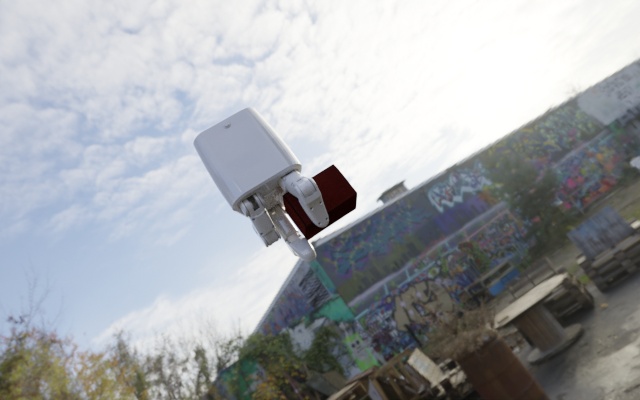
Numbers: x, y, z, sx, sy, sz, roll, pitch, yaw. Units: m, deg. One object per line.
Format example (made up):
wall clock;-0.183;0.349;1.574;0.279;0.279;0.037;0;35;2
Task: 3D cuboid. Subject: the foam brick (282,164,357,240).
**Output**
foam brick;0.000;0.002;0.594;0.078;0.051;0.053;-32;-21;-14
